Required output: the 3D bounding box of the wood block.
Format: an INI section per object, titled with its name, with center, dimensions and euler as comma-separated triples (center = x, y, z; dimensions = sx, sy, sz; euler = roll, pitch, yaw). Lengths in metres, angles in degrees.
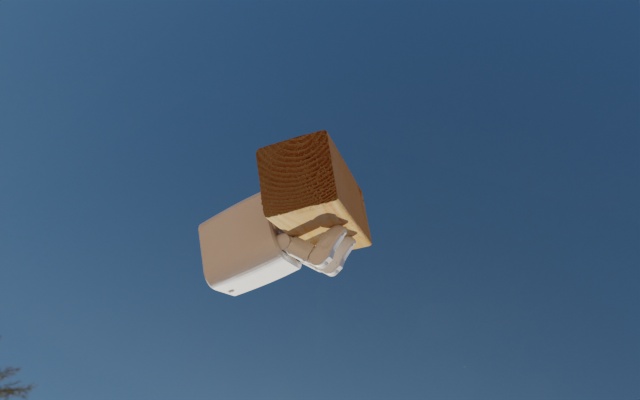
[wood block]
center = 0.000, 0.002, 0.630
dimensions = 0.090, 0.090, 0.206
euler = -15, -22, 11
